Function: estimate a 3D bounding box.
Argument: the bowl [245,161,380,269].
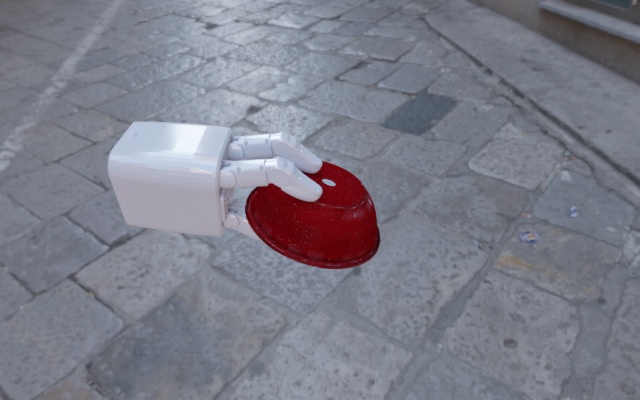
[{"bbox_3d":[0.001,0.002,0.536,0.162,0.055,0.162,14,33,-9],"label":"bowl"}]
